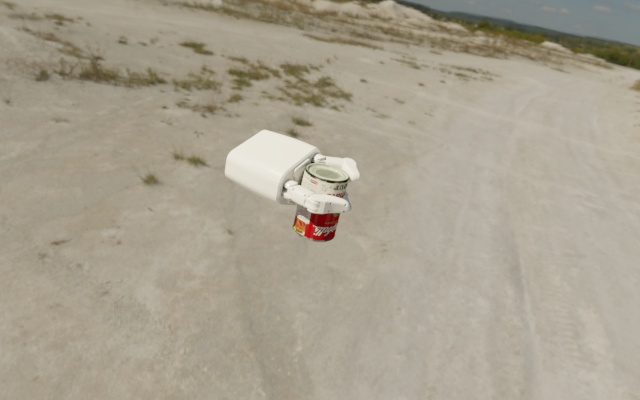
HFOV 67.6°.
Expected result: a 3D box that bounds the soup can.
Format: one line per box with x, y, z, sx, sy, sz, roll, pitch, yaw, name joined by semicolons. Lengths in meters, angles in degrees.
0.001;0.002;0.723;0.068;0.102;0.068;11;24;-5;soup can
